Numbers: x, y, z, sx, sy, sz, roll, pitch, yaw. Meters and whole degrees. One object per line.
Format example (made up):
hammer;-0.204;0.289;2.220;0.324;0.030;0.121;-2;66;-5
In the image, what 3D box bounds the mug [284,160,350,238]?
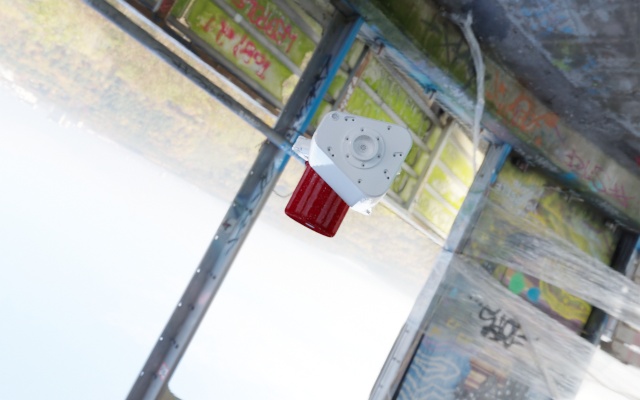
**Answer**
mug;0.000;0.003;0.693;0.093;0.081;0.117;27;-9;1
